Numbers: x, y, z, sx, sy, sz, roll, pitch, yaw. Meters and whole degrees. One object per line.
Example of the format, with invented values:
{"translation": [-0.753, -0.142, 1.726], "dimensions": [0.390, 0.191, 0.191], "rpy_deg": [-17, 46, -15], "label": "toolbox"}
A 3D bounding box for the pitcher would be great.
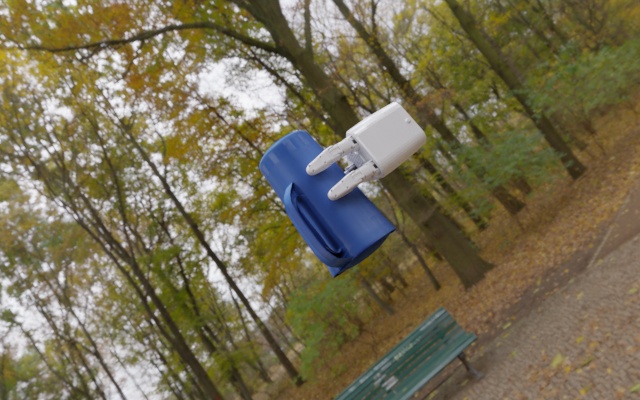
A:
{"translation": [0.000, 0.003, 0.811], "dimensions": [0.145, 0.243, 0.149], "rpy_deg": [-36, -11, -13], "label": "pitcher"}
